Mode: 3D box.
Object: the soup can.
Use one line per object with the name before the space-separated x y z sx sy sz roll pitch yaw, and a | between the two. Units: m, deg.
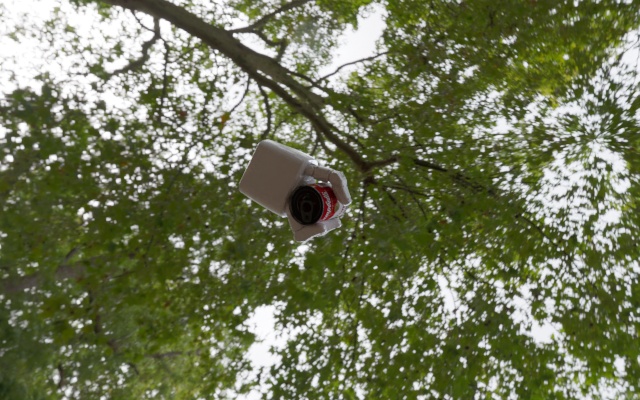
soup can | 0.001 0.003 0.830 0.068 0.068 0.102 0 6 30
